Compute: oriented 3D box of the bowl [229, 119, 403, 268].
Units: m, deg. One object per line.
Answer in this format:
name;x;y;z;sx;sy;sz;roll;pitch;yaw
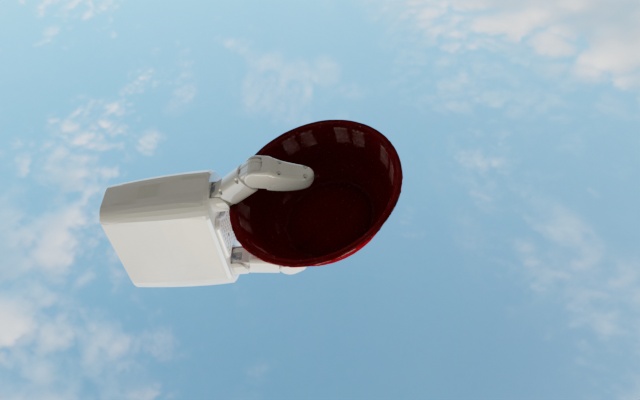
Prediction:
bowl;0.001;0.002;0.442;0.162;0.162;0.055;0;-35;22
